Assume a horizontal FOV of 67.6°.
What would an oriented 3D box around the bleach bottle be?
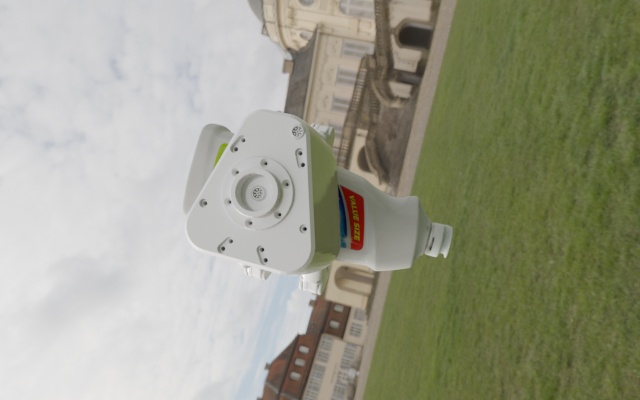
[{"bbox_3d":[0.000,0.002,0.459,0.251,0.102,0.068,14,-3,10],"label":"bleach bottle"}]
